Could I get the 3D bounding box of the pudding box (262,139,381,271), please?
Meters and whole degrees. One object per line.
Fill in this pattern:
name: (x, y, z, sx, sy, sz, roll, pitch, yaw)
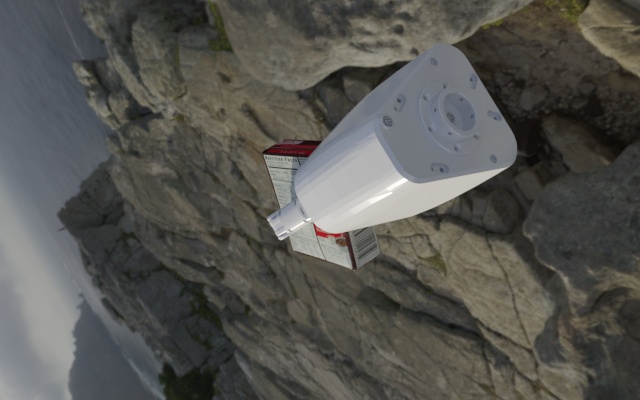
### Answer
pudding box: (0.000, 0.002, 0.437, 0.039, 0.113, 0.090, -30, 27, -35)
